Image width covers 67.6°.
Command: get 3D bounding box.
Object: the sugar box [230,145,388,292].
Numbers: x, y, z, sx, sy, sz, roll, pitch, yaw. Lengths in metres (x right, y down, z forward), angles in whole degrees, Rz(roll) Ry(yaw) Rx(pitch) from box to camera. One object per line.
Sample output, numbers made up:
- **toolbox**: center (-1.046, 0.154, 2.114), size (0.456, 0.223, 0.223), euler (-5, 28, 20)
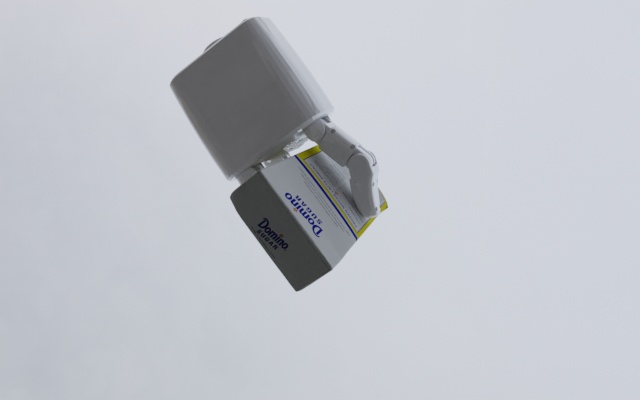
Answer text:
- **sugar box**: center (0.000, 0.002, 0.430), size (0.048, 0.093, 0.176), euler (-37, -1, 29)
